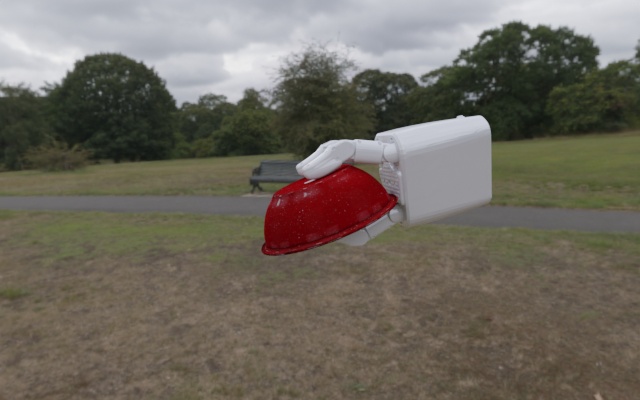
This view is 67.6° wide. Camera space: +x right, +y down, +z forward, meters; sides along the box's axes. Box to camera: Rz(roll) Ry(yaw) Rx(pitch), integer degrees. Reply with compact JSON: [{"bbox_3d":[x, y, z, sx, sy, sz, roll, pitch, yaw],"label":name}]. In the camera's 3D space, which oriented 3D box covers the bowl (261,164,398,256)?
[{"bbox_3d":[-0.001,0.002,0.526,0.162,0.055,0.162,-21,10,4],"label":"bowl"}]
